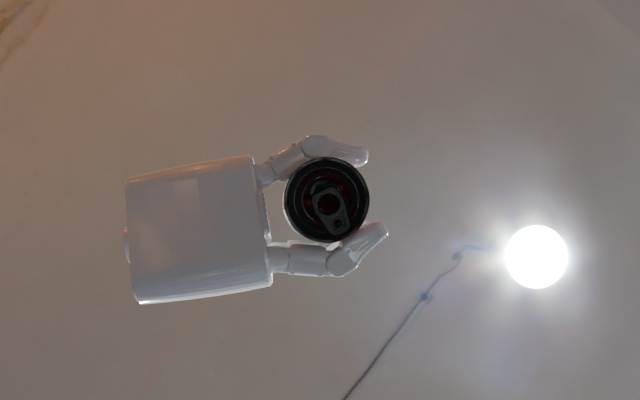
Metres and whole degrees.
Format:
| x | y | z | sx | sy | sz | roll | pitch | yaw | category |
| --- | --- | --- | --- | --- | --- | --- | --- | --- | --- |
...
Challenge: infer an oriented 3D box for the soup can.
| x | y | z | sx | sy | sz | roll | pitch | yaw | category |
| --- | --- | --- | --- | --- | --- | --- | --- | --- | --- |
| 0.001 | 0.001 | 0.423 | 0.068 | 0.068 | 0.102 | 0 | -2 | -6 | soup can |
